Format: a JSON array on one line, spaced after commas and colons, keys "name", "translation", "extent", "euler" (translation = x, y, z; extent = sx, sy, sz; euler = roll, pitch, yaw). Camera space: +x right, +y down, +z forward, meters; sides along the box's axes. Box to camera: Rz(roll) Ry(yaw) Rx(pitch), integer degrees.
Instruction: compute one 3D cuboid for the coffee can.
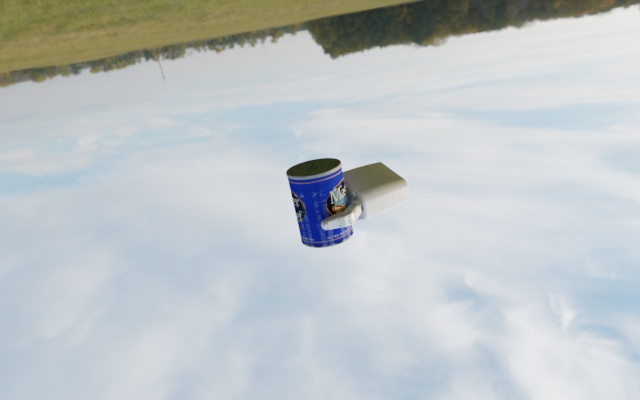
[{"name": "coffee can", "translation": [0.000, 0.003, 0.889], "extent": [0.103, 0.140, 0.102], "euler": [-10, 20, 4]}]
